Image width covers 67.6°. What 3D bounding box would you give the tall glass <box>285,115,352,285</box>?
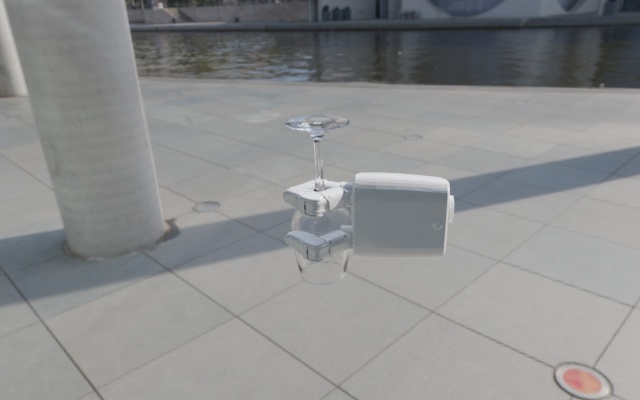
[{"bbox_3d":[0.000,0.001,0.585,0.079,0.201,0.079,-2,22,1],"label":"tall glass"}]
